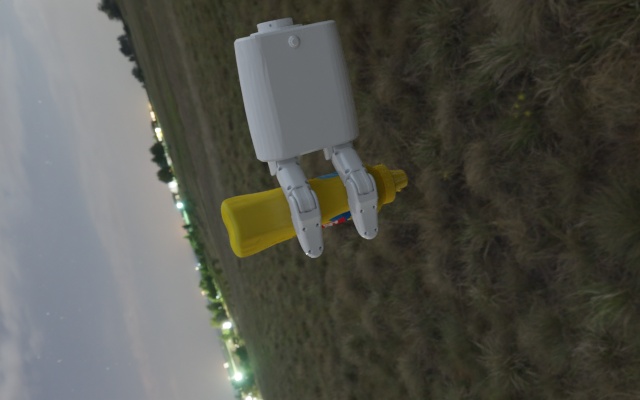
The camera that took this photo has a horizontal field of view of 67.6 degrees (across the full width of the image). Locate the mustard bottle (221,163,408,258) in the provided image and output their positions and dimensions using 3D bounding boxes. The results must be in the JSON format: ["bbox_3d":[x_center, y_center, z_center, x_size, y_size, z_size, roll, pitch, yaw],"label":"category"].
[{"bbox_3d":[0.000,0.002,0.481,0.191,0.058,0.096,-17,-5,-15],"label":"mustard bottle"}]
